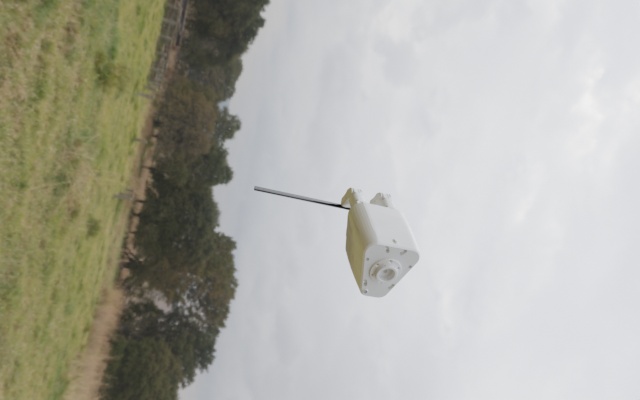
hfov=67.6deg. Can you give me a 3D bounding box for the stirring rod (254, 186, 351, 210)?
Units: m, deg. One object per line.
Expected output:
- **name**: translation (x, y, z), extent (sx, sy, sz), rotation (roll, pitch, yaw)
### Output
- **stirring rod**: translation (0.000, 0.003, 0.851), extent (0.239, 0.011, 0.011), rotation (12, -4, -16)
